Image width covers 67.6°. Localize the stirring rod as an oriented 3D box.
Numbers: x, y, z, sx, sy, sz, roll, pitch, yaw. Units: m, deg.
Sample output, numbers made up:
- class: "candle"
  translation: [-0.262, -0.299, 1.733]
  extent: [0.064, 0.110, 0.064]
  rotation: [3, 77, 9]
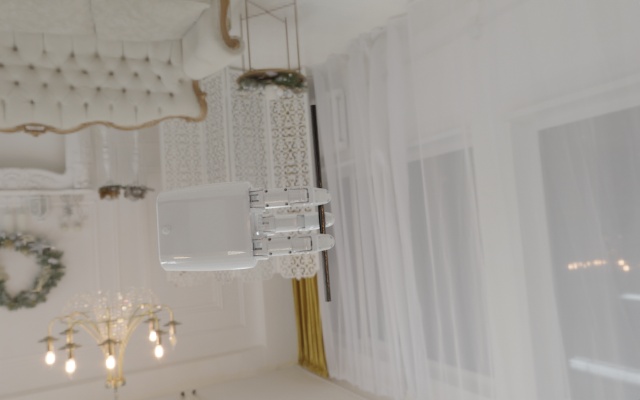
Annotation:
- class: "stirring rod"
  translation: [0.000, 0.002, 0.584]
  extent: [0.011, 0.239, 0.011]
  rotation: [-4, -4, 0]
